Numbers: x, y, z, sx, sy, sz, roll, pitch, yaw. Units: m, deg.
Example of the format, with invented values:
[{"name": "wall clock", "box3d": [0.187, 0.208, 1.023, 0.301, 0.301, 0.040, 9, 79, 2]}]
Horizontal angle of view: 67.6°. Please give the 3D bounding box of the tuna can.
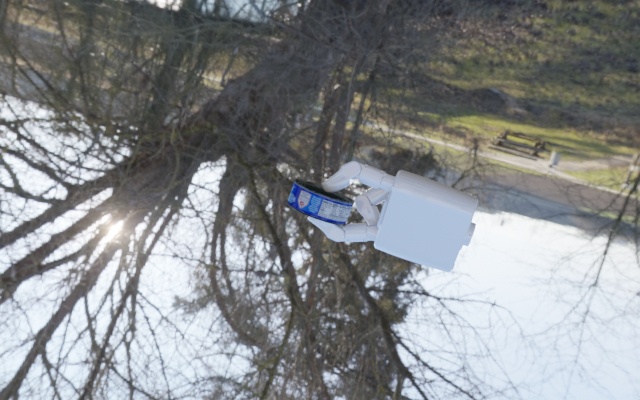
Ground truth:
[{"name": "tuna can", "box3d": [0.000, 0.003, 0.642, 0.086, 0.034, 0.086, 20, 9, -3]}]
